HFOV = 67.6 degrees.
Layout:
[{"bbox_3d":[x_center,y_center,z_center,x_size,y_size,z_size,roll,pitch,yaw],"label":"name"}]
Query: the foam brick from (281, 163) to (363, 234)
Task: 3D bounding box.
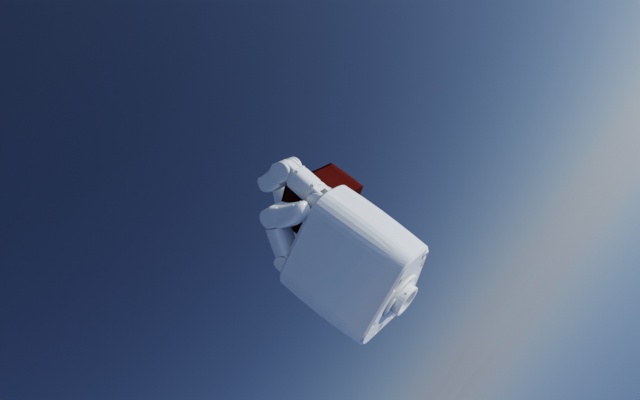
[{"bbox_3d":[0.000,0.002,0.526,0.051,0.053,0.078,35,39,25],"label":"foam brick"}]
